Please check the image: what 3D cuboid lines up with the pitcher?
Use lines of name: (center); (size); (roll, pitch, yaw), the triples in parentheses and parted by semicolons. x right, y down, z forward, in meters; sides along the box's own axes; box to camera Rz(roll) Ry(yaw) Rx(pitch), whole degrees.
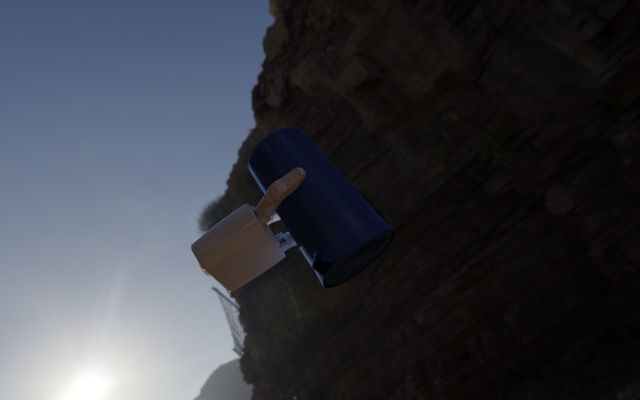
pitcher: (0.000, 0.003, 0.747); (0.145, 0.242, 0.149); (-36, -22, -5)
